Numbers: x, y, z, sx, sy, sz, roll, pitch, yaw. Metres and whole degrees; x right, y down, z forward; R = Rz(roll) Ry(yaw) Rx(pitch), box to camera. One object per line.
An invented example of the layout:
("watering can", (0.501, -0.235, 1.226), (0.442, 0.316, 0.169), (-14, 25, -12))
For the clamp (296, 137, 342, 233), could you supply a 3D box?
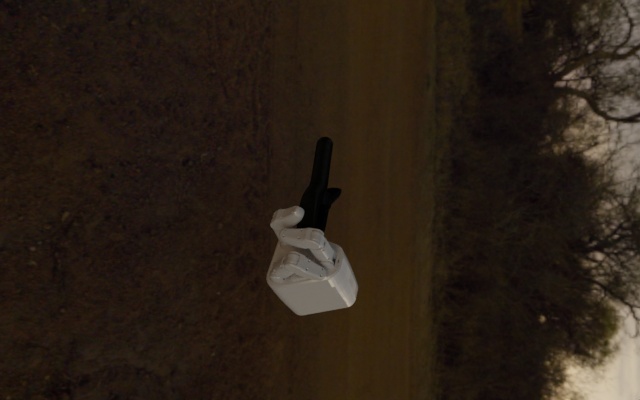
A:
("clamp", (0.001, 0.002, 0.721), (0.039, 0.171, 0.120), (2, -36, 23))
